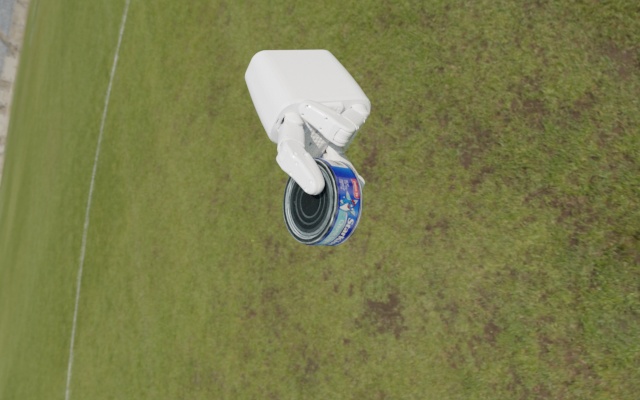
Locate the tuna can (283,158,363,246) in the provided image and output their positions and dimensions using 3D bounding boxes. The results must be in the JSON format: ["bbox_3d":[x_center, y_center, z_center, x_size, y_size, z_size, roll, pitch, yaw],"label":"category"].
[{"bbox_3d":[0.000,0.002,0.466,0.034,0.086,0.086,5,-3,-40],"label":"tuna can"}]
